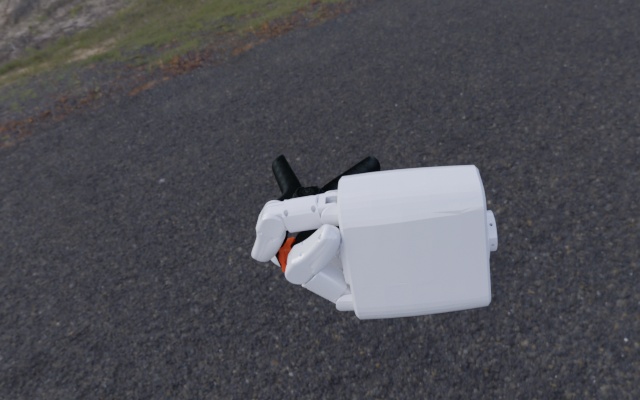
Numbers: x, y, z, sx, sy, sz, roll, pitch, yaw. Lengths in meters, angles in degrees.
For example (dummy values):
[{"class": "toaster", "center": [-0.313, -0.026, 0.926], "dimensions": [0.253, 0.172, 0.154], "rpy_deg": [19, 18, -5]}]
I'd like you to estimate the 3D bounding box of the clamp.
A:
[{"class": "clamp", "center": [0.000, 0.001, 0.473], "dimensions": [0.120, 0.039, 0.171], "rpy_deg": [-8, 38, 11]}]
